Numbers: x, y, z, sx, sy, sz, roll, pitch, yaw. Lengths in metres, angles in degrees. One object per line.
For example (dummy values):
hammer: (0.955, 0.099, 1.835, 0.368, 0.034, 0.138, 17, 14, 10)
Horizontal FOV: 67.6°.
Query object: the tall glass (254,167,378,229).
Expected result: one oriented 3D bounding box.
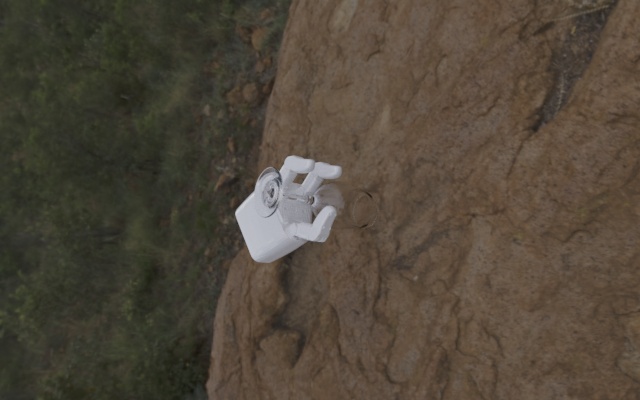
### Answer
tall glass: (0.000, 0.002, 0.750, 0.201, 0.079, 0.079, 10, -7, -38)
